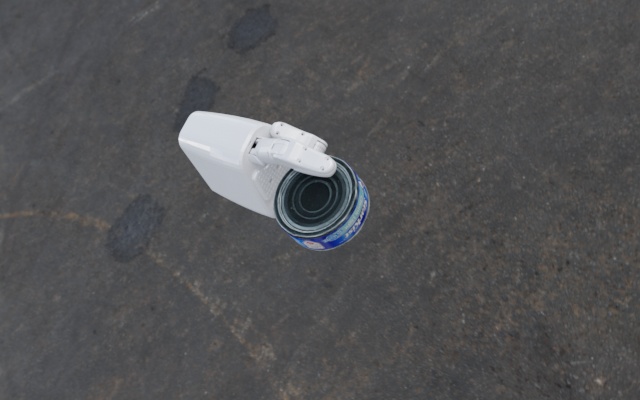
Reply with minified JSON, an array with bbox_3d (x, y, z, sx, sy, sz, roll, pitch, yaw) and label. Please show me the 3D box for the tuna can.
[{"bbox_3d":[0.000,0.001,0.442,0.086,0.086,0.034,0,-24,25],"label":"tuna can"}]
